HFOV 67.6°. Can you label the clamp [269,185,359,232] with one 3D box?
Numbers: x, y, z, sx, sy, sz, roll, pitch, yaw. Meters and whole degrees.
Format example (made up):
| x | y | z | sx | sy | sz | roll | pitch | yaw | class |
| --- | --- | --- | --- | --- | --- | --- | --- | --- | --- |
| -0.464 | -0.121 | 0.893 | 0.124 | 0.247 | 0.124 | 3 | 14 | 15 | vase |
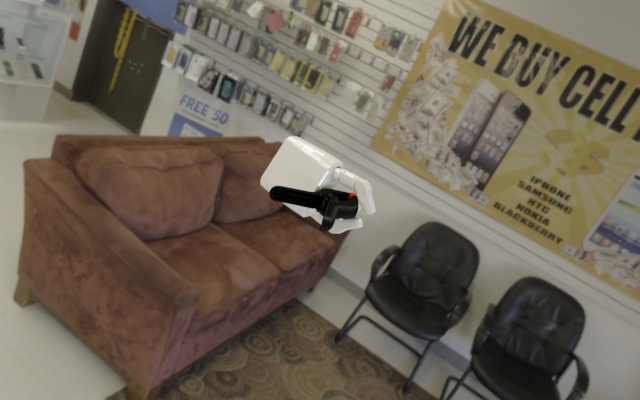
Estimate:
| x | y | z | sx | sy | sz | roll | pitch | yaw | class |
| --- | --- | --- | --- | --- | --- | --- | --- | --- | --- |
| 0.001 | 0.002 | 0.769 | 0.120 | 0.039 | 0.171 | 34 | 19 | 20 | clamp |
